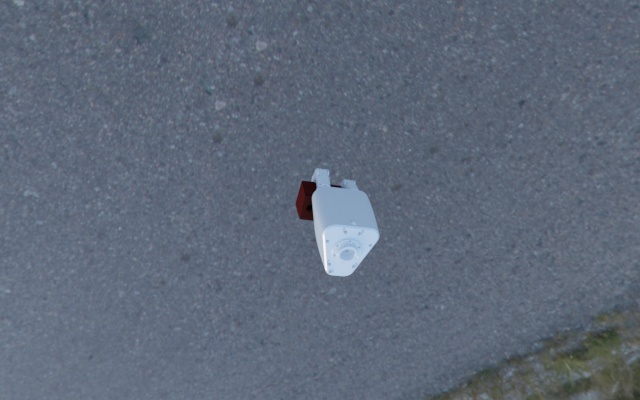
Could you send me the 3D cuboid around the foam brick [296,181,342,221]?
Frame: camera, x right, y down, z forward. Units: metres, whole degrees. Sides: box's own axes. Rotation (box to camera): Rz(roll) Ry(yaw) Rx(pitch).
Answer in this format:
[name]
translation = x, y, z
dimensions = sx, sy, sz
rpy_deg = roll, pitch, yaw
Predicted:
[foam brick]
translation = 0.000, 0.003, 0.856
dimensions = 0.078, 0.053, 0.051
rpy_deg = 7, 31, -13
